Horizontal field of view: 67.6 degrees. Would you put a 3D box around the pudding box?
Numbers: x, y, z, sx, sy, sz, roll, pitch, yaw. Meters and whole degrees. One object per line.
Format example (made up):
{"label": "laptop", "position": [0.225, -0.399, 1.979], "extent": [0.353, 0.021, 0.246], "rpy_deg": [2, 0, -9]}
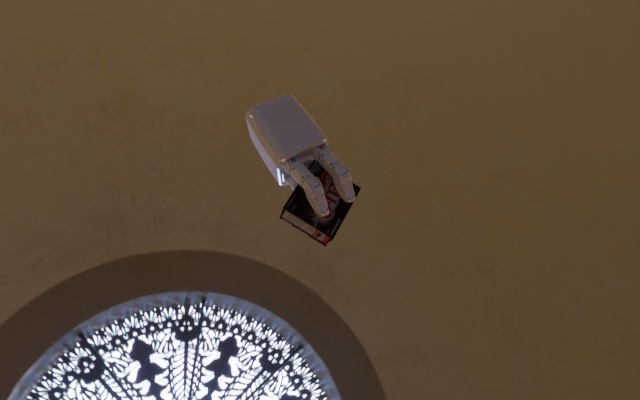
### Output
{"label": "pudding box", "position": [0.000, 0.002, 0.750], "extent": [0.090, 0.113, 0.039], "rpy_deg": [31, -31, -1]}
